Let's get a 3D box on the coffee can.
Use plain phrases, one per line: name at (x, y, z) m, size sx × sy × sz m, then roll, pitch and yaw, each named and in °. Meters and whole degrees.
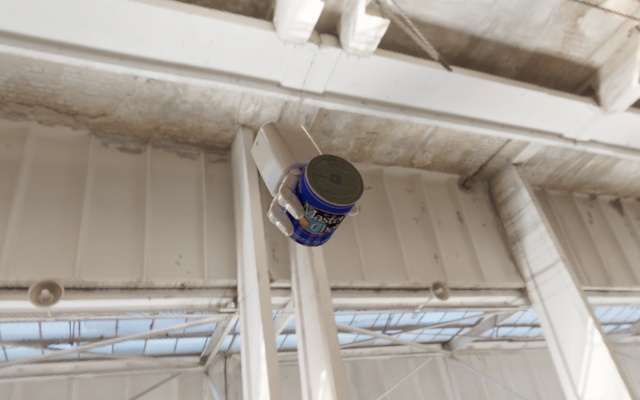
coffee can at (0.000, 0.003, 0.834) m, size 0.103 × 0.102 × 0.140 m, roll 0°, pitch -34°, yaw -26°
